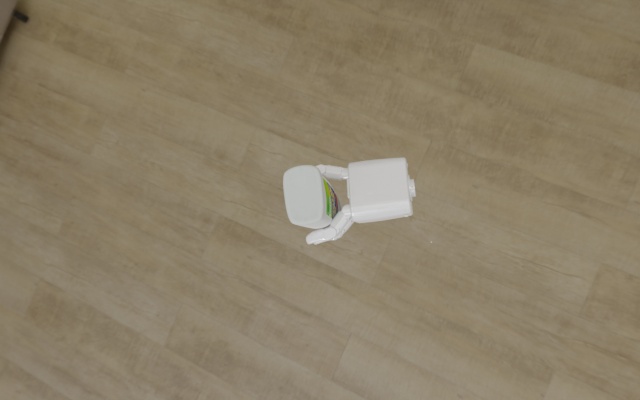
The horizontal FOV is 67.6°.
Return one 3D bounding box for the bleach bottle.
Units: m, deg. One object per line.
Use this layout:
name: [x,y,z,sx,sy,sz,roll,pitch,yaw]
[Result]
bleach bottle: [0.000,0.003,0.899,0.068,0.102,0.251,-8,-7,12]
